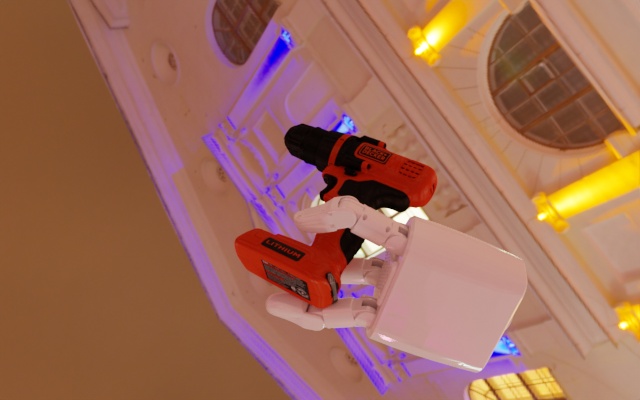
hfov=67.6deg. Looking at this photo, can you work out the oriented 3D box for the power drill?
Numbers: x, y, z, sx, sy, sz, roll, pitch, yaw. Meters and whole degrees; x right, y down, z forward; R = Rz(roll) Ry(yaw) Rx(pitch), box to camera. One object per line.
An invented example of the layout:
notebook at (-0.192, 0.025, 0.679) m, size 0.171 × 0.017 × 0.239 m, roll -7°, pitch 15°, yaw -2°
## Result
power drill at (0.000, 0.002, 0.486) m, size 0.184 × 0.187 × 0.057 m, roll 23°, pitch -32°, yaw 27°
